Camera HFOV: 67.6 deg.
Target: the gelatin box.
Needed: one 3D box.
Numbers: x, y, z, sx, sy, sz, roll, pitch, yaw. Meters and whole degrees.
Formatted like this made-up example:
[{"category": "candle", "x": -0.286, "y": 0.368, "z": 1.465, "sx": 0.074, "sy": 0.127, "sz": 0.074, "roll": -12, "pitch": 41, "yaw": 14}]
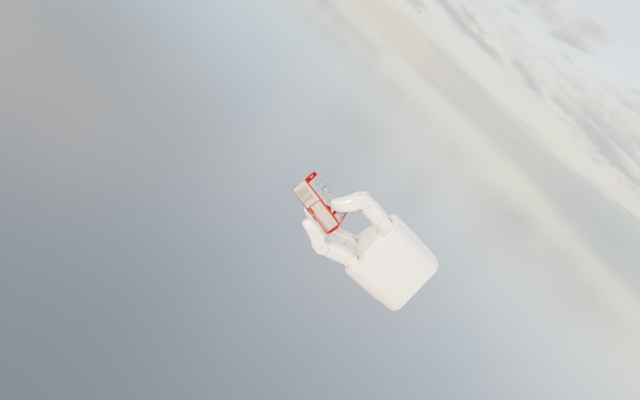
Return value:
[{"category": "gelatin box", "x": 0.000, "y": 0.002, "z": 0.742, "sx": 0.030, "sy": 0.089, "sz": 0.073, "roll": -37, "pitch": 5, "yaw": 18}]
